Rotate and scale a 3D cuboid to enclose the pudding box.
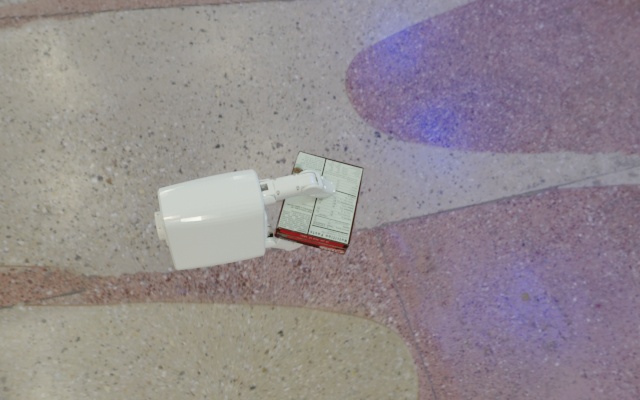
[{"bbox_3d":[0.000,0.002,0.589,0.090,0.113,0.039,15,-25,-3],"label":"pudding box"}]
